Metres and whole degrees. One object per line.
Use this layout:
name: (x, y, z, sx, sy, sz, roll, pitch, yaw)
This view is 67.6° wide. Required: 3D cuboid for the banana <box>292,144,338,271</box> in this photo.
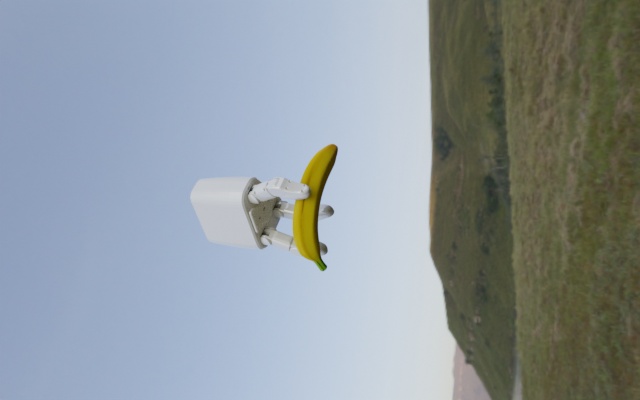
banana: (-0.009, 0.001, 0.706, 0.037, 0.197, 0.070, 0, -14, 30)
